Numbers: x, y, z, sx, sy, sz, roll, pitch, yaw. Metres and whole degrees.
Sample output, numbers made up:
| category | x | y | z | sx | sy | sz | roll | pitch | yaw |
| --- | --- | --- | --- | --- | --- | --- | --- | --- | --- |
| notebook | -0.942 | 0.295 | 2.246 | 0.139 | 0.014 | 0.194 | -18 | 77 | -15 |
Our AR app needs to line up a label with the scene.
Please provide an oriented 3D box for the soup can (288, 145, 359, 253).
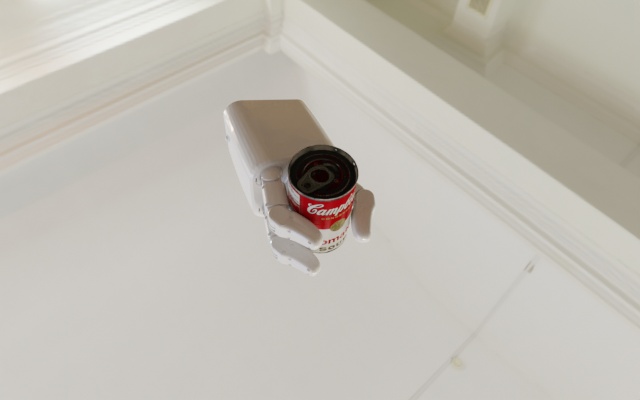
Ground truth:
| category | x | y | z | sx | sy | sz | roll | pitch | yaw |
| --- | --- | --- | --- | --- | --- | --- | --- | --- | --- |
| soup can | 0.000 | 0.002 | 0.494 | 0.068 | 0.068 | 0.102 | 0 | -36 | -3 |
